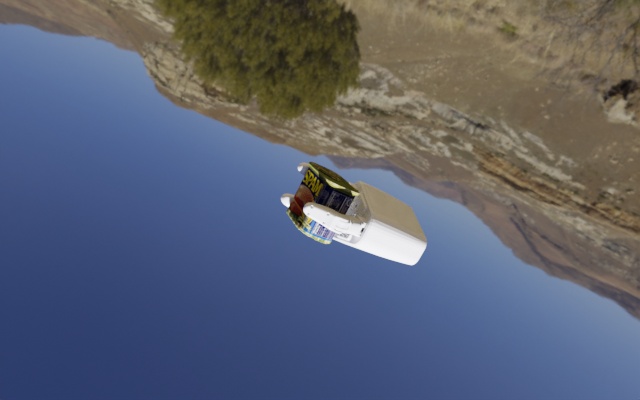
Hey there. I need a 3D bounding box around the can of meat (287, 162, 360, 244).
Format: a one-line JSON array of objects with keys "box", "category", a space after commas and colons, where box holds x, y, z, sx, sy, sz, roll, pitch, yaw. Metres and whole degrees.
[{"box": [0.000, 0.003, 0.683, 0.057, 0.084, 0.102, 22, 13, -27], "category": "can of meat"}]
